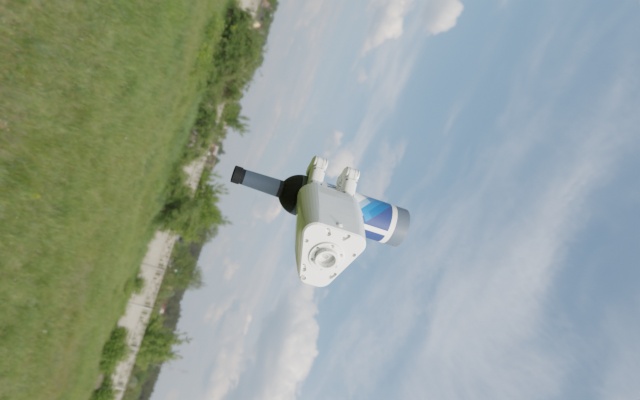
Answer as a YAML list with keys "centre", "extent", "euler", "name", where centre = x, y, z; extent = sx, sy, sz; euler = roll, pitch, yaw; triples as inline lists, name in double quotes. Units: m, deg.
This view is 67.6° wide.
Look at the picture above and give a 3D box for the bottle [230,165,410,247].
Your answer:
- centre: [0.000, 0.003, 0.775]
  extent: [0.296, 0.069, 0.069]
  euler: [18, -5, -14]
  name: "bottle"
